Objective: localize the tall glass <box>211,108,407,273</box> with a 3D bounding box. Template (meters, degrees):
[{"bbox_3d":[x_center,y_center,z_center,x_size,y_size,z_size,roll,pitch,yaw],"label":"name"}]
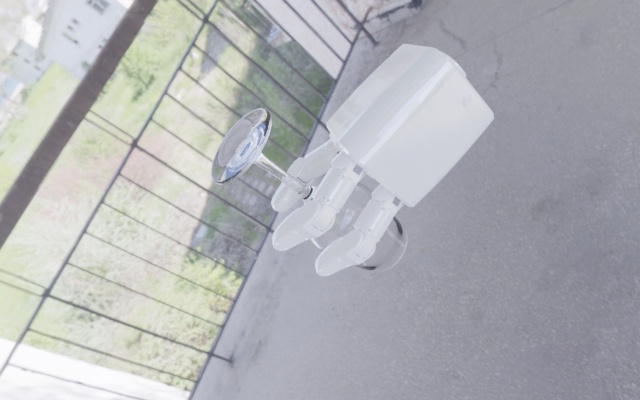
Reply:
[{"bbox_3d":[-0.001,0.001,0.451,0.201,0.079,0.079,36,-22,-35],"label":"tall glass"}]
